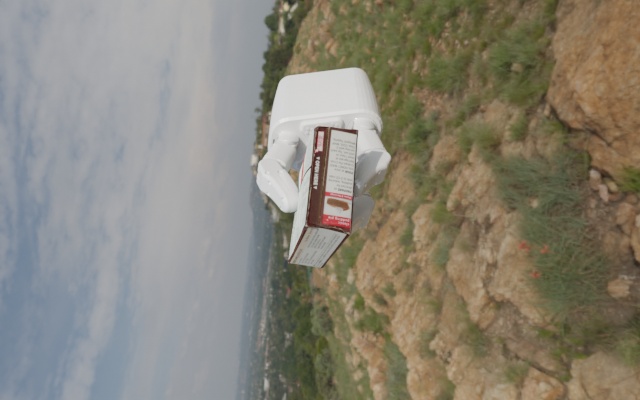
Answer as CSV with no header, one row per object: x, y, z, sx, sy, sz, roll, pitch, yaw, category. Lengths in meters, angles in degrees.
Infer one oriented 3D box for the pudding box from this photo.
0.000,0.001,0.411,0.039,0.090,0.113,7,-22,-6,pudding box
